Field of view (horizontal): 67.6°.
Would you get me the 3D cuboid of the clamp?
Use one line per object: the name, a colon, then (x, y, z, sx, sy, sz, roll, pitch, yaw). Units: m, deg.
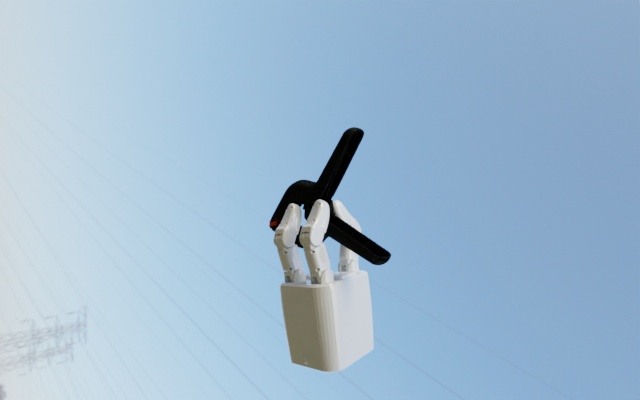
clamp: (0.000, 0.002, 0.625, 0.036, 0.164, 0.210, -5, -2, -41)
